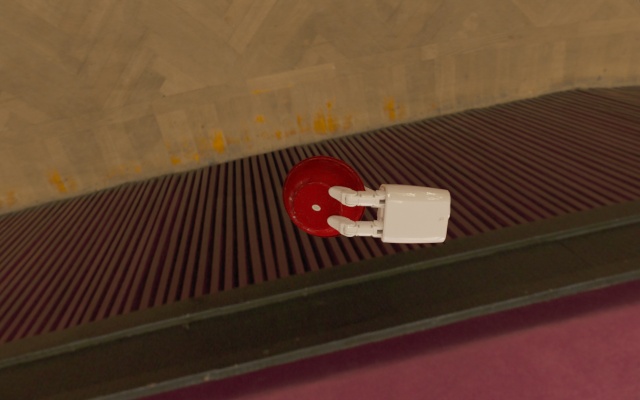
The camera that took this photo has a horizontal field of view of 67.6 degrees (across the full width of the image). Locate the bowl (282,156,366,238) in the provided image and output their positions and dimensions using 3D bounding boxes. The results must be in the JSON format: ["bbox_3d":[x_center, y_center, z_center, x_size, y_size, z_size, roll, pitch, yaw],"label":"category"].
[{"bbox_3d":[-0.001,0.003,0.867,0.162,0.162,0.055,0,19,14],"label":"bowl"}]
